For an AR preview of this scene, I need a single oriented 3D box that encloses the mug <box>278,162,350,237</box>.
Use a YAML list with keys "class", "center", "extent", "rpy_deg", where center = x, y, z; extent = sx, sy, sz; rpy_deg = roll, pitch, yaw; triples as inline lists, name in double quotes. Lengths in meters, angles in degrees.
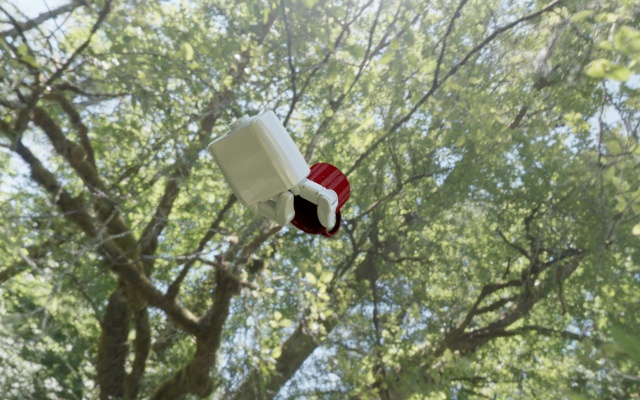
- class: "mug"
  center: [0.001, 0.004, 0.758]
  extent: [0.093, 0.117, 0.081]
  rpy_deg: [-11, 26, 45]
